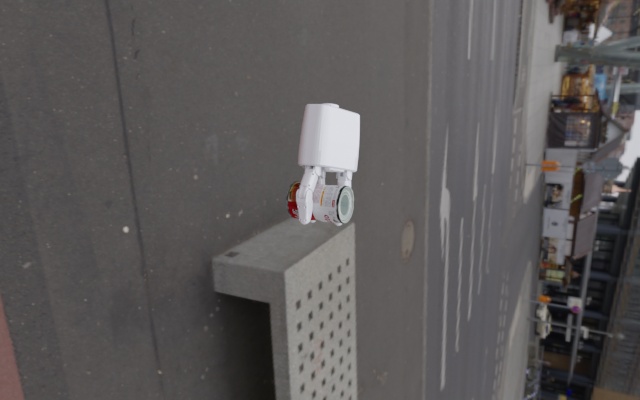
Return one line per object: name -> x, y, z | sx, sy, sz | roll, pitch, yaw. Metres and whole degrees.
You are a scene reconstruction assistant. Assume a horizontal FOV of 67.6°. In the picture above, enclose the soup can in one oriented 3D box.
soup can -> 0.000, 0.003, 0.840 | 0.102, 0.068, 0.068 | 6, 2, 27
